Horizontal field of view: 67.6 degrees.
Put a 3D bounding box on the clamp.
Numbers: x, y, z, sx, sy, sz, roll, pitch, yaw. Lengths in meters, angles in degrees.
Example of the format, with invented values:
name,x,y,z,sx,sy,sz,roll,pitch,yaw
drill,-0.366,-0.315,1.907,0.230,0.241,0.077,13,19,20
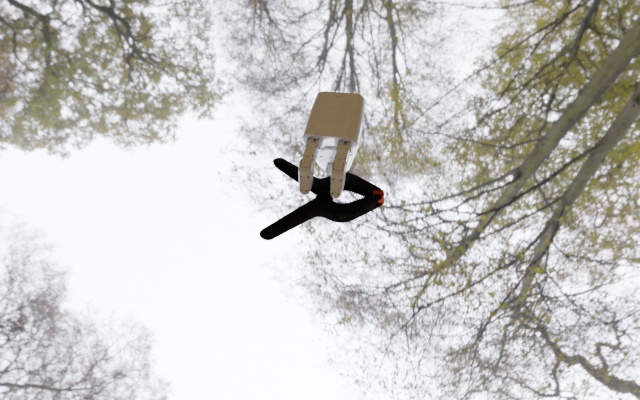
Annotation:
name,x,y,z,sx,sy,sz,roll,pitch,yaw
clamp,0.001,0.003,0.805,0.210,0.164,0.036,6,-31,13
